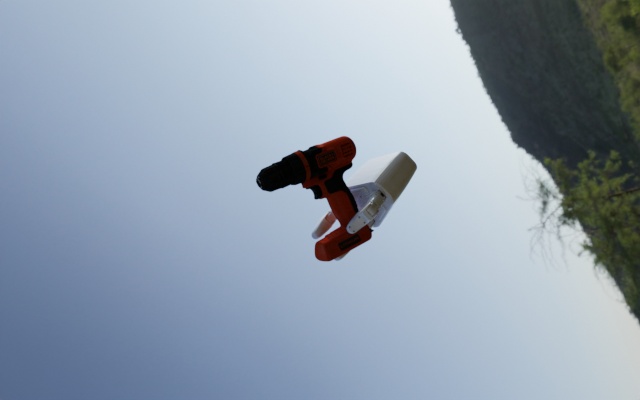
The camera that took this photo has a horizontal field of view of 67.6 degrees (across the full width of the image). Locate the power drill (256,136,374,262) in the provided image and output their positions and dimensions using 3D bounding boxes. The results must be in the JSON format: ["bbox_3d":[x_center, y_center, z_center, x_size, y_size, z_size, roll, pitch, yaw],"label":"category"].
[{"bbox_3d":[0.000,0.003,0.796,0.184,0.188,0.057,-24,14,-23],"label":"power drill"}]
